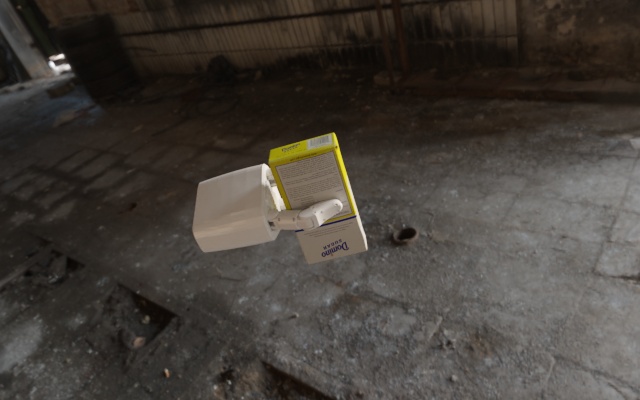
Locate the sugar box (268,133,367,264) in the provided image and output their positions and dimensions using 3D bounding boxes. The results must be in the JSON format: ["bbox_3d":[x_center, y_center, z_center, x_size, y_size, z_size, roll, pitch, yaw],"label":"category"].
[{"bbox_3d":[0.000,0.002,0.664,0.093,0.176,0.048,-14,33,7],"label":"sugar box"}]
